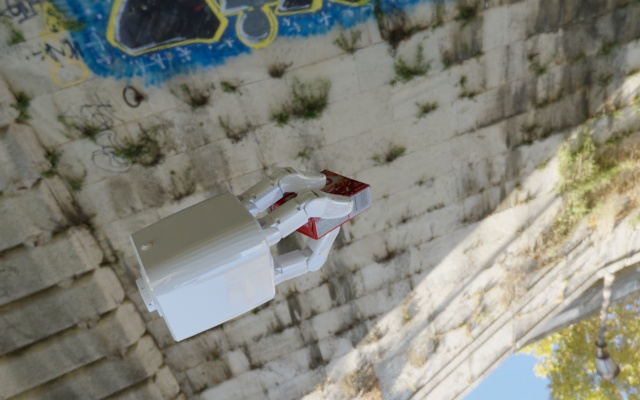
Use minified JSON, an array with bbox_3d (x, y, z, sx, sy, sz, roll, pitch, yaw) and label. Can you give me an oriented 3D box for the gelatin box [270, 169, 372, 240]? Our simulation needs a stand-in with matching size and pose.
[{"bbox_3d":[0.000,0.002,0.521,0.089,0.030,0.073,-29,34,-33],"label":"gelatin box"}]
